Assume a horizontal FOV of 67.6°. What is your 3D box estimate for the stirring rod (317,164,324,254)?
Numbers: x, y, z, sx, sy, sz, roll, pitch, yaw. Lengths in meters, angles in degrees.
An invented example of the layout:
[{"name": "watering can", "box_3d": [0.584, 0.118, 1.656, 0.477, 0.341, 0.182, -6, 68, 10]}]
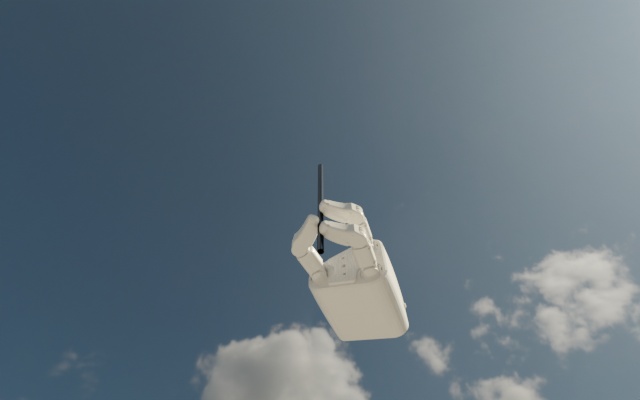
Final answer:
[{"name": "stirring rod", "box_3d": [0.000, 0.002, 0.656, 0.011, 0.011, 0.239, 0, 28, 0]}]
